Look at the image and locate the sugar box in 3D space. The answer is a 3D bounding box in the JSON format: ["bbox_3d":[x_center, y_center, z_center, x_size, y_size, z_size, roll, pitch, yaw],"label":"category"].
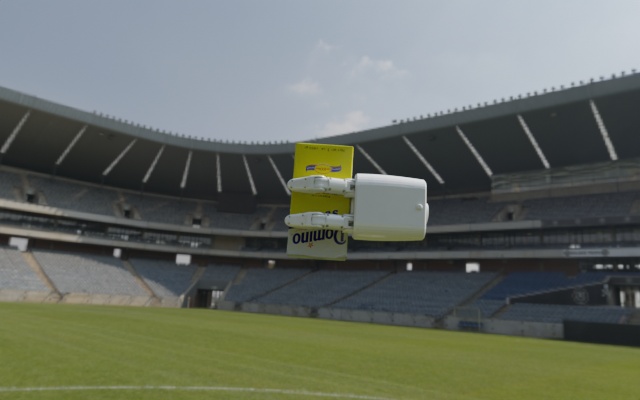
[{"bbox_3d":[0.000,0.002,0.743,0.093,0.176,0.048,3,-12,1],"label":"sugar box"}]
